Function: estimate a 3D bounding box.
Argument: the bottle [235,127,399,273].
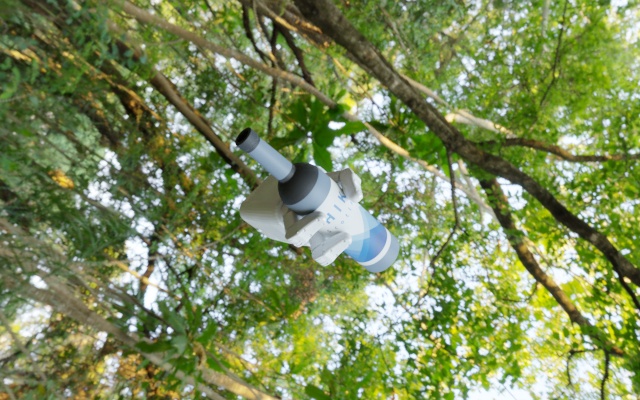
[{"bbox_3d":[0.000,0.002,0.652,0.069,0.069,0.296,0,-33,49],"label":"bottle"}]
